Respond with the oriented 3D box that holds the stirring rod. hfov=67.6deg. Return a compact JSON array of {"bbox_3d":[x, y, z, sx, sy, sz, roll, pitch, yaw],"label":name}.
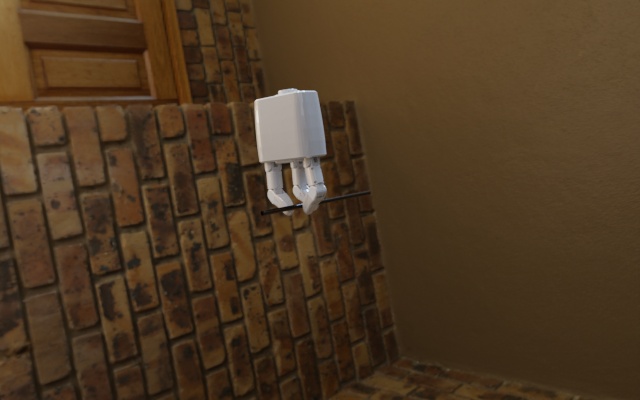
[{"bbox_3d":[0.000,0.003,0.823,0.239,0.011,0.011,-11,7,-39],"label":"stirring rod"}]
